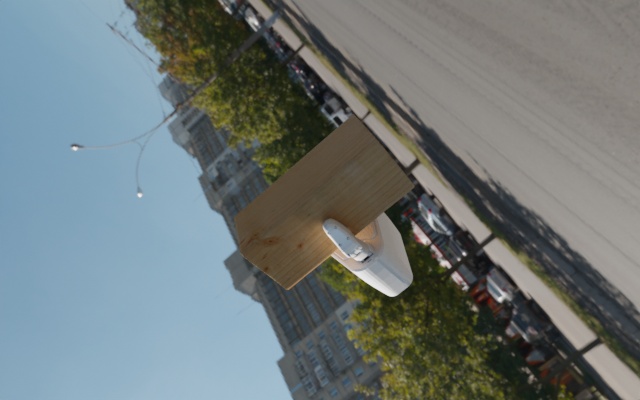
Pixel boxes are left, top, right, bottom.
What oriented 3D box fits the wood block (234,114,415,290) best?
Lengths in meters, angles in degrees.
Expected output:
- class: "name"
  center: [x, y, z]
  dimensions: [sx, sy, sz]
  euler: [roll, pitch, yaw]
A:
- class: "wood block"
  center: [0.000, 0.002, 0.601]
  dimensions: [0.090, 0.206, 0.090]
  euler: [45, 9, -32]
